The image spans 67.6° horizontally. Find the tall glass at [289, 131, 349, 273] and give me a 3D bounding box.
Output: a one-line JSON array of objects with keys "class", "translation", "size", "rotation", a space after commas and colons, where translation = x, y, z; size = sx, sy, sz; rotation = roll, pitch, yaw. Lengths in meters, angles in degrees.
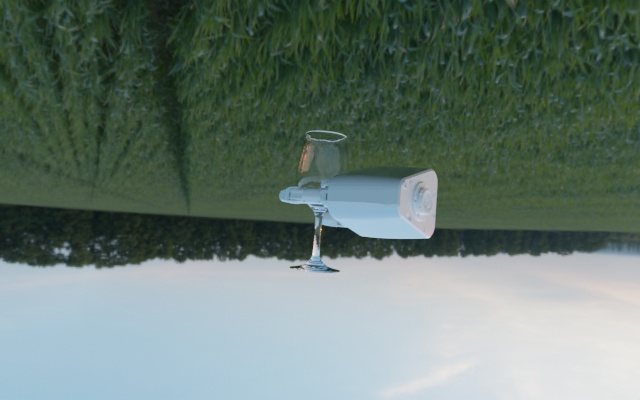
[{"class": "tall glass", "translation": [0.000, 0.003, 0.701], "size": [0.079, 0.201, 0.079], "rotation": [4, -4, 0]}]
